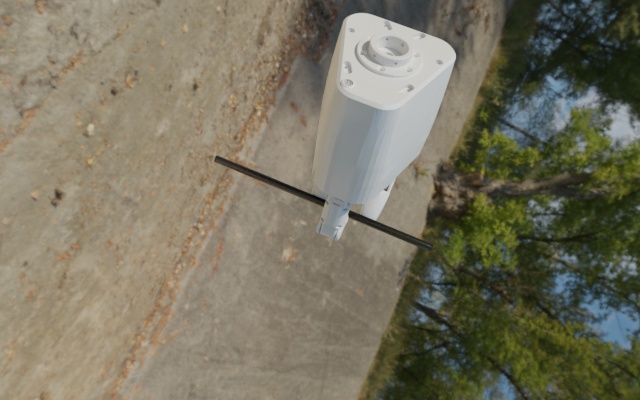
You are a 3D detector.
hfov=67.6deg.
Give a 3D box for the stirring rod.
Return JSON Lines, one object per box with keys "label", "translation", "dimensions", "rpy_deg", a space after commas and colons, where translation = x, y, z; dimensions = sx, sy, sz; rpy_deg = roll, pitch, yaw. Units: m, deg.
{"label": "stirring rod", "translation": [0.000, 0.002, 0.488], "dimensions": [0.239, 0.011, 0.011], "rpy_deg": [23, 3, 7]}
